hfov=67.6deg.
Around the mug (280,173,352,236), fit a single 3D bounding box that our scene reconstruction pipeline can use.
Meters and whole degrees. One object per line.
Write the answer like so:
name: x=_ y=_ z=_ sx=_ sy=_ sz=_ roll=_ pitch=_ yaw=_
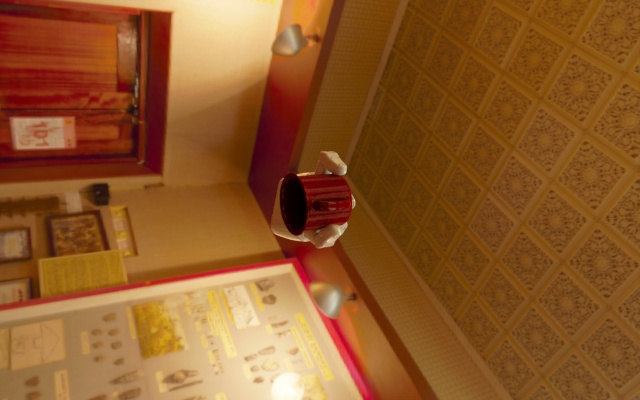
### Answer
mug: x=0.001 y=0.002 z=0.705 sx=0.081 sy=0.093 sz=0.117 roll=-6 pitch=4 yaw=-29
